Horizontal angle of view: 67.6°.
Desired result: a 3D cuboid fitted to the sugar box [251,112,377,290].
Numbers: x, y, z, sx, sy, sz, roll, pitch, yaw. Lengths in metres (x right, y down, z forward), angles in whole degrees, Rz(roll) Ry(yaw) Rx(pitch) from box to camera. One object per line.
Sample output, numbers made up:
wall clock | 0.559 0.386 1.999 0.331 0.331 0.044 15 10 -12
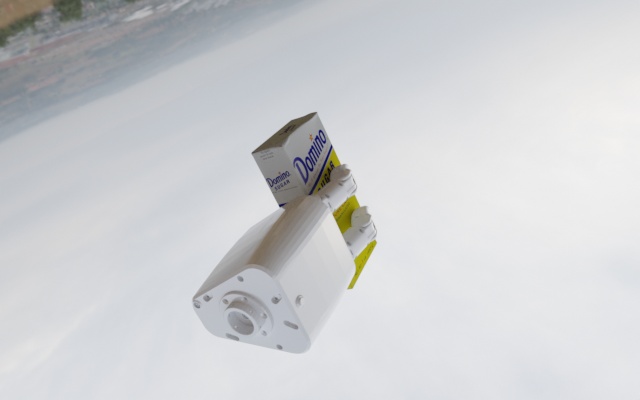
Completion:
sugar box | 0.001 0.002 0.522 0.048 0.176 0.093 -11 24 31
